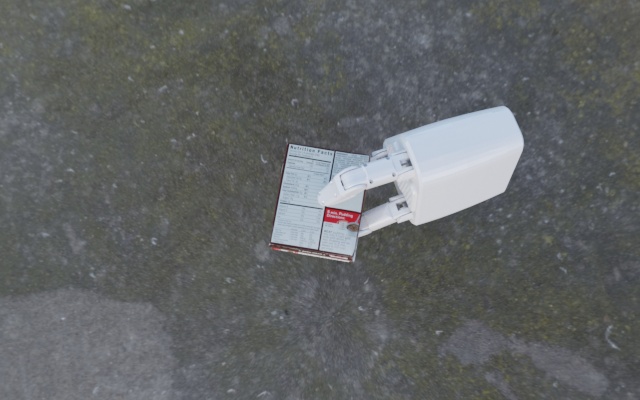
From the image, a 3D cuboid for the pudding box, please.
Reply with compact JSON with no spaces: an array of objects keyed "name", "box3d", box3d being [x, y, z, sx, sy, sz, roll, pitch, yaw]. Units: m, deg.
[{"name":"pudding box","box3d":[0.000,0.002,0.497,0.090,0.113,0.039,9,-13,4]}]
